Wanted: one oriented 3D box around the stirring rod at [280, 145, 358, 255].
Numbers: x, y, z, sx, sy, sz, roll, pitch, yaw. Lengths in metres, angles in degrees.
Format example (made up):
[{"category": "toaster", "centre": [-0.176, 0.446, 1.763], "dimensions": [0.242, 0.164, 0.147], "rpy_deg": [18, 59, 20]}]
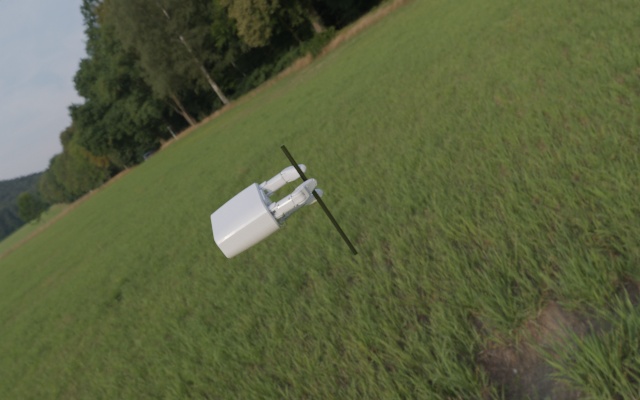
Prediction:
[{"category": "stirring rod", "centre": [0.000, 0.003, 0.849], "dimensions": [0.011, 0.239, 0.011], "rpy_deg": [-32, 15, 10]}]
